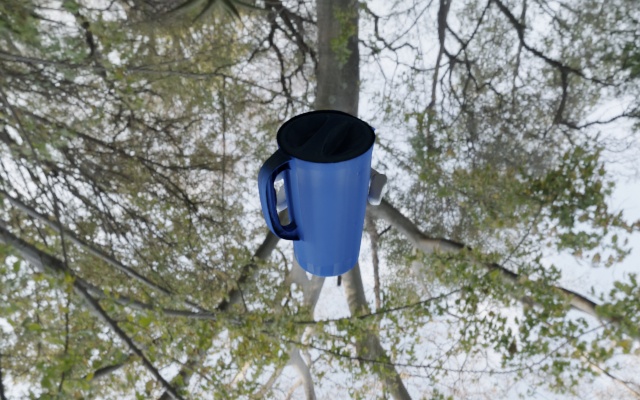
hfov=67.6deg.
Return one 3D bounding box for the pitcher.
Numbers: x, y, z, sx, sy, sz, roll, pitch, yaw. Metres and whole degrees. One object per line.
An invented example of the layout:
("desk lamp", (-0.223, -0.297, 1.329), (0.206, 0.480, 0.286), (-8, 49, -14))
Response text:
("pitcher", (0.000, 0.002, 0.708), (0.149, 0.243, 0.145), (4, 40, 6))
